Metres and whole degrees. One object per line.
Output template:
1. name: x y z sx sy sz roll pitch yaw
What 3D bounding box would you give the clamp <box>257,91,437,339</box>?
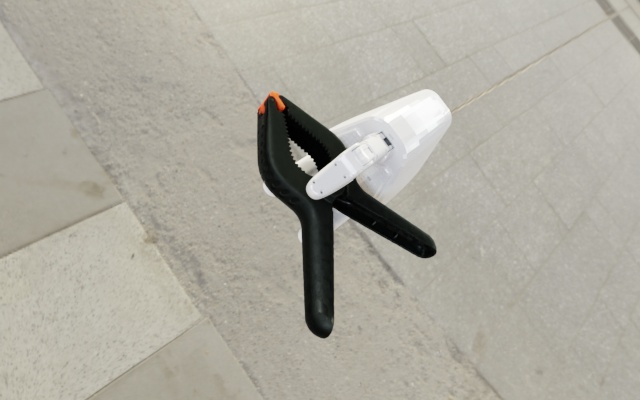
1. clamp: 0.000 0.000 0.414 0.164 0.210 0.036 -35 -3 -43
